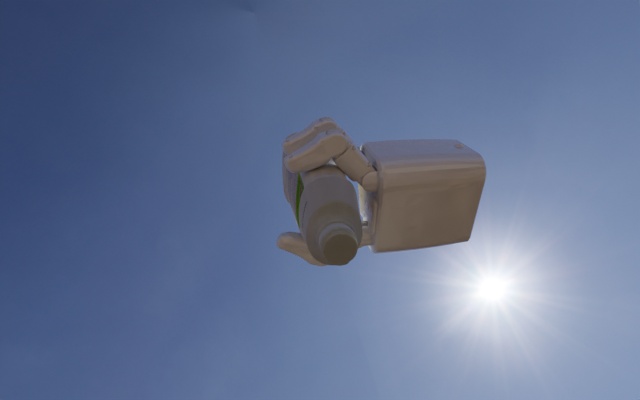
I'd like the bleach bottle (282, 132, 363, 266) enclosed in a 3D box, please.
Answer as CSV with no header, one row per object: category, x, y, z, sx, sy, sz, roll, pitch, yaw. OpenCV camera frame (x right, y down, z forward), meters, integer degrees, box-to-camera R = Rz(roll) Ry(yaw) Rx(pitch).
bleach bottle,0.000,0.002,0.496,0.068,0.103,0.250,-4,22,-6
